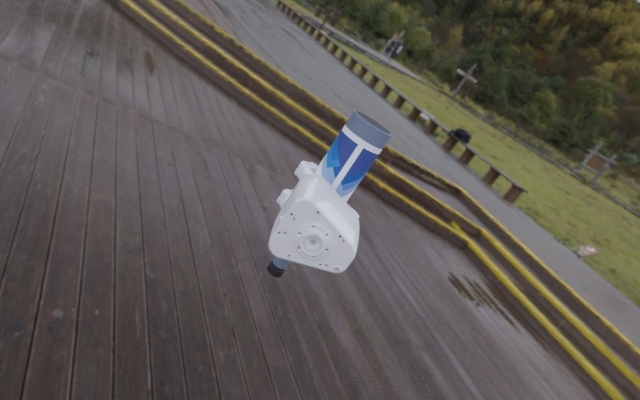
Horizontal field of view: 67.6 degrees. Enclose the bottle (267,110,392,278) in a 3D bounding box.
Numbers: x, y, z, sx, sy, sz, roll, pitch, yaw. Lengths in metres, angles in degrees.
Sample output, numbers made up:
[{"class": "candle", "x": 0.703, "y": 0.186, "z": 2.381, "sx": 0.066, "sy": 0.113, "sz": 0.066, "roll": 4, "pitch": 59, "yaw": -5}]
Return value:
[{"class": "bottle", "x": 0.000, "y": 0.002, "z": 0.746, "sx": 0.069, "sy": 0.296, "sz": 0.069, "roll": 30, "pitch": 19, "yaw": -11}]
